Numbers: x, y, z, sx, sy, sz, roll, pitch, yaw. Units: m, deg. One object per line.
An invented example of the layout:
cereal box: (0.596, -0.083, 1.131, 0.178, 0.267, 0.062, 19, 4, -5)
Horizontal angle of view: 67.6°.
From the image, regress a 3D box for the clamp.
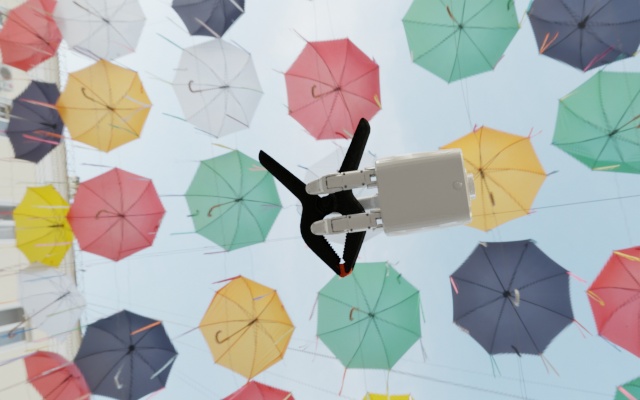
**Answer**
clamp: (0.001, 0.003, 0.658, 0.164, 0.210, 0.036, -9, -5, 15)
